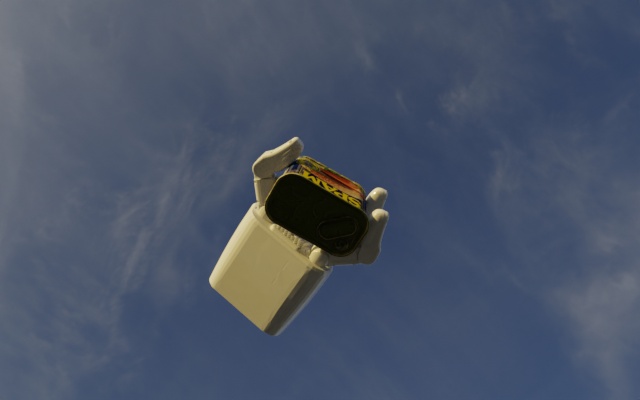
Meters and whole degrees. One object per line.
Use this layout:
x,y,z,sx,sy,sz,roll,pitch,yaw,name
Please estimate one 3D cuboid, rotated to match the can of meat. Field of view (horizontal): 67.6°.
0.000,0.001,0.503,0.102,0.057,0.084,29,20,-5,can of meat
